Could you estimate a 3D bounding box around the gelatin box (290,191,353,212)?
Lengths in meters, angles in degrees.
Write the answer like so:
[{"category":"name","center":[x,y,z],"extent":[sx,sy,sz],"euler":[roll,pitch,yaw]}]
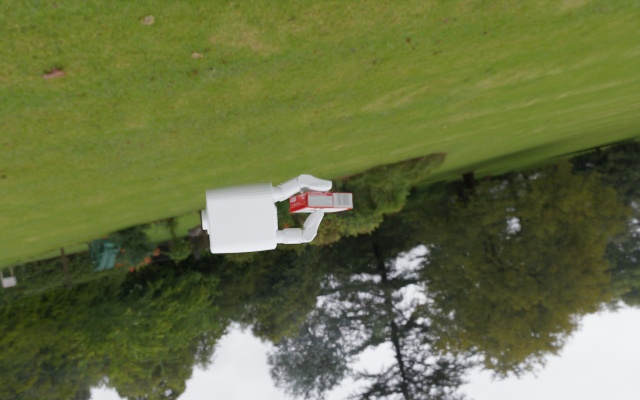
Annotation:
[{"category":"gelatin box","center":[0.000,0.003,0.828],"extent":[0.089,0.030,0.073],"euler":[1,-7,-25]}]
